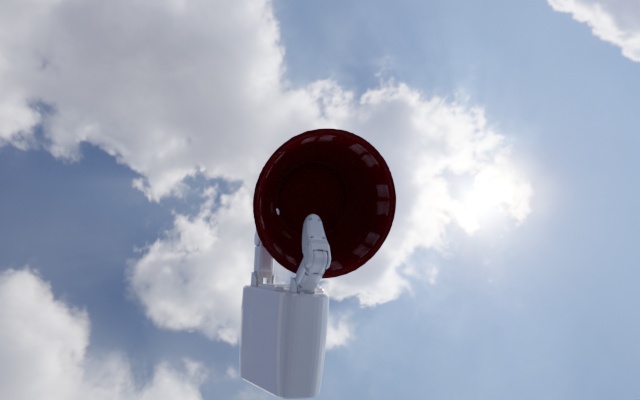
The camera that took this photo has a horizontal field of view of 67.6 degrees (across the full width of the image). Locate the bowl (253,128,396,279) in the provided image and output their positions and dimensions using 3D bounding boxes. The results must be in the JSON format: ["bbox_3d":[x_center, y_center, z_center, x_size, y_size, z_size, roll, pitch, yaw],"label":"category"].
[{"bbox_3d":[0.000,0.000,0.530,0.162,0.162,0.055,0,7,-19],"label":"bowl"}]
